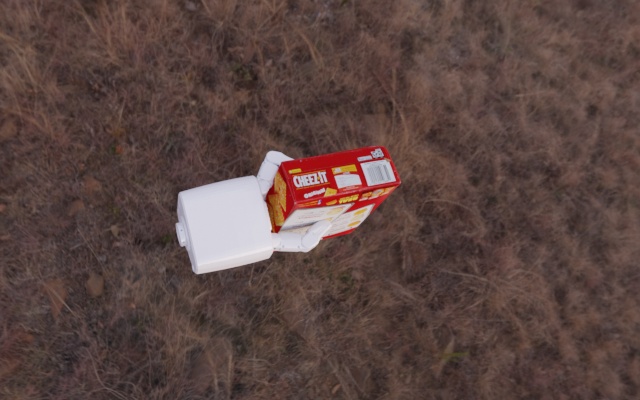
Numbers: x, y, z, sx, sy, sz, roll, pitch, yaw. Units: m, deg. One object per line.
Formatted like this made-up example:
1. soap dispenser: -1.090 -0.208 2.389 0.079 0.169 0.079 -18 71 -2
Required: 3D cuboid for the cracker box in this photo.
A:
1. cracker box: 0.000 0.003 0.735 0.164 0.072 0.214 -12 -19 -22
